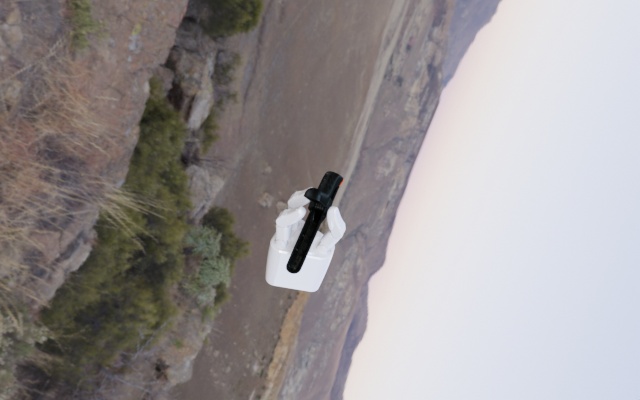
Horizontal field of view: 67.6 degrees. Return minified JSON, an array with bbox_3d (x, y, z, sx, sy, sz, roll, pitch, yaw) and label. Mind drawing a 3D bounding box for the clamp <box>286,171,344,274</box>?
[{"bbox_3d":[0.001,0.003,0.806,0.036,0.165,0.210,22,41,7],"label":"clamp"}]
